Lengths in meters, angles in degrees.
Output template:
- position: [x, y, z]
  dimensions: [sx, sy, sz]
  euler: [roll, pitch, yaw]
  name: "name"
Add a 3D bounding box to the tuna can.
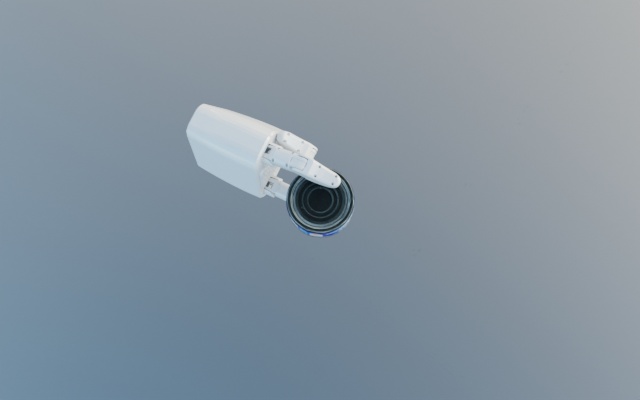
- position: [0.000, 0.002, 0.596]
  dimensions: [0.086, 0.086, 0.034]
  euler: [0, -12, 1]
  name: "tuna can"
